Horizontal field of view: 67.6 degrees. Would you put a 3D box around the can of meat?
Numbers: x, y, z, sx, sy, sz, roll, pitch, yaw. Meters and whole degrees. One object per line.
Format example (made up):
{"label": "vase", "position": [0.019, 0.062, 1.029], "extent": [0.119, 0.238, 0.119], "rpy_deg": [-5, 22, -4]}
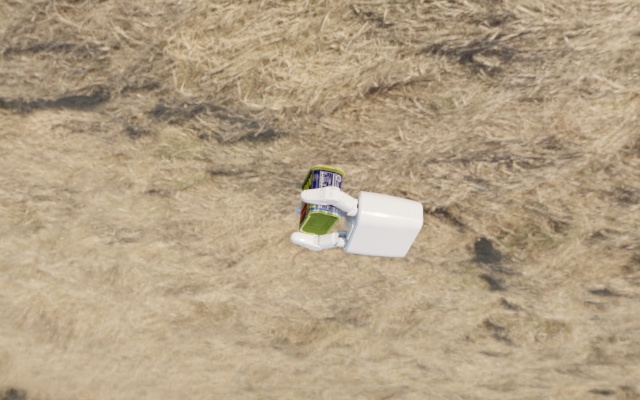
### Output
{"label": "can of meat", "position": [0.000, 0.003, 0.787], "extent": [0.057, 0.084, 0.102], "rpy_deg": [10, -26, -12]}
